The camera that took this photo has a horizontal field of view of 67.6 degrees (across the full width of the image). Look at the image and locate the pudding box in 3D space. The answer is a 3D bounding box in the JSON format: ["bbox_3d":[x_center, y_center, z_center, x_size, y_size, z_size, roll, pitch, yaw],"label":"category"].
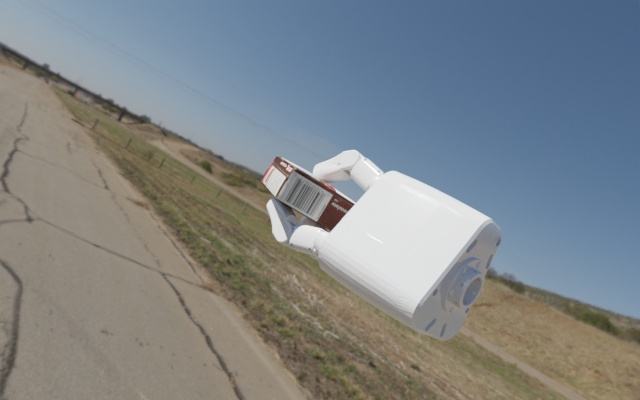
[{"bbox_3d":[0.000,0.001,0.494,0.113,0.039,0.090,33,1,-20],"label":"pudding box"}]
